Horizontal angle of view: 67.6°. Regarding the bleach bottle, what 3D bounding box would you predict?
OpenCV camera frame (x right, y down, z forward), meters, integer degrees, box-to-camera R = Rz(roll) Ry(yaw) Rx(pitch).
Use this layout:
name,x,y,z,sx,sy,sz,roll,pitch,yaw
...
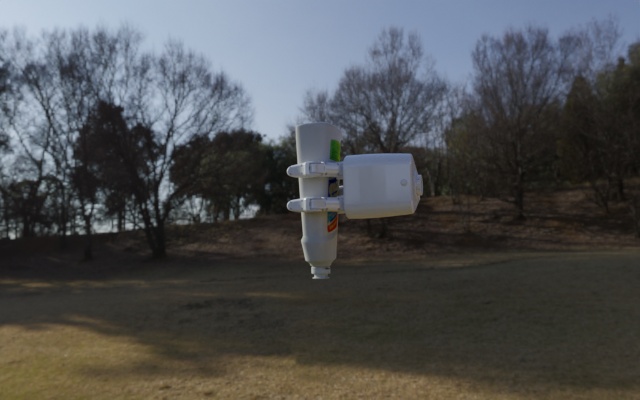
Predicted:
name,x,y,z,sx,sy,sz,roll,pitch,yaw
bleach bottle,0.000,0.003,0.798,0.068,0.251,0.102,-3,-4,17
